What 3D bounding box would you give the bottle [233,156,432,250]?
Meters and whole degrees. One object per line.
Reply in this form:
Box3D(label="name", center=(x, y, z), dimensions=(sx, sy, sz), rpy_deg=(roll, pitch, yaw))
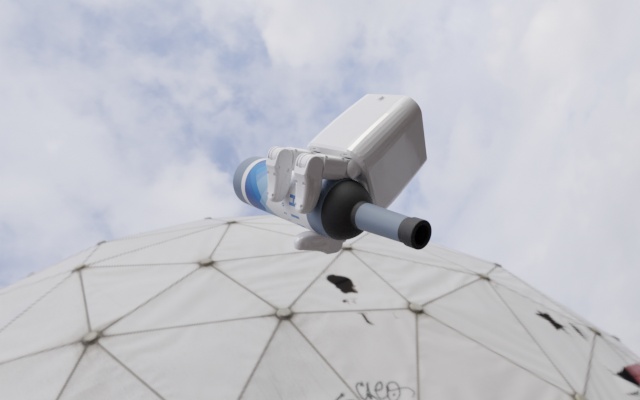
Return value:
Box3D(label="bottle", center=(0.000, 0.002, 0.531), dimensions=(0.069, 0.069, 0.295), rpy_deg=(0, 11, -38))
